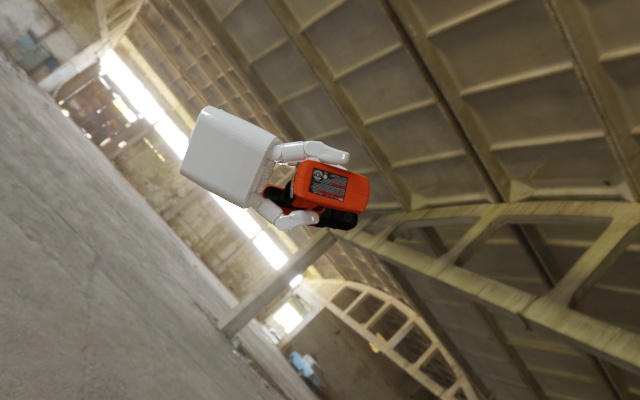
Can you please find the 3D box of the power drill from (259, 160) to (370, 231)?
[{"bbox_3d":[0.000,0.002,0.712,0.184,0.057,0.188,13,-16,-18],"label":"power drill"}]
